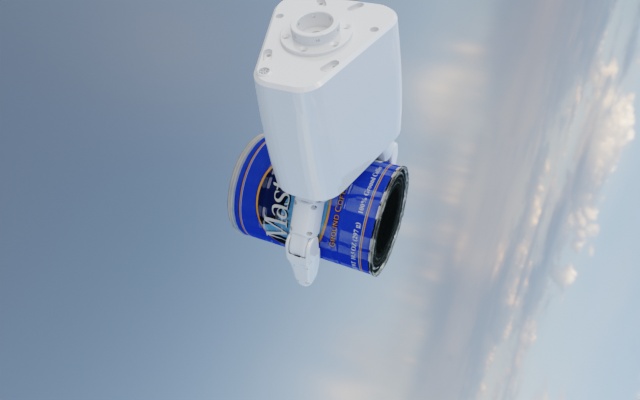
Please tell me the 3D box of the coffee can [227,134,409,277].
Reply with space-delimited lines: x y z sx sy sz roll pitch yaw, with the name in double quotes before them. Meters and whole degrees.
"coffee can" 0.000 0.002 0.448 0.140 0.103 0.103 16 5 19
